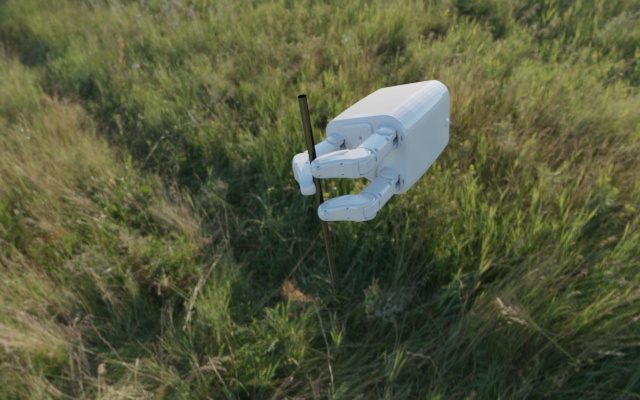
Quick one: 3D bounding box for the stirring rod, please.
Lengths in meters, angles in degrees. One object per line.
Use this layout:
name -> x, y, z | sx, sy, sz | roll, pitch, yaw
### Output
stirring rod -> 0.000, 0.002, 0.501 | 0.011, 0.240, 0.011 | -6, 37, 5
